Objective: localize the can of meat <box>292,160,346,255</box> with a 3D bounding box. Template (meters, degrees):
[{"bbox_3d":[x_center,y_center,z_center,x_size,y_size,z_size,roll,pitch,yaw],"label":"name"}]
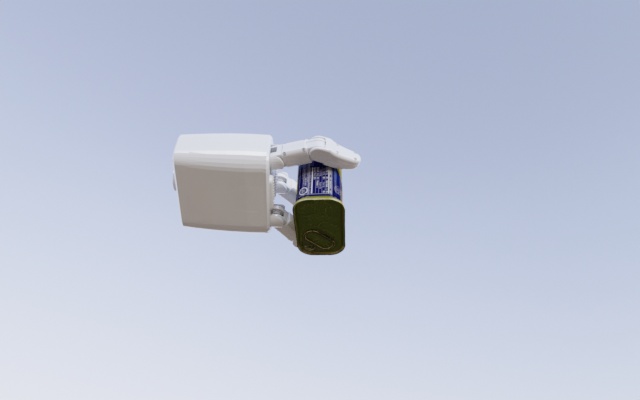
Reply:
[{"bbox_3d":[0.000,0.002,0.565,0.057,0.083,0.102,-1,-42,3],"label":"can of meat"}]
